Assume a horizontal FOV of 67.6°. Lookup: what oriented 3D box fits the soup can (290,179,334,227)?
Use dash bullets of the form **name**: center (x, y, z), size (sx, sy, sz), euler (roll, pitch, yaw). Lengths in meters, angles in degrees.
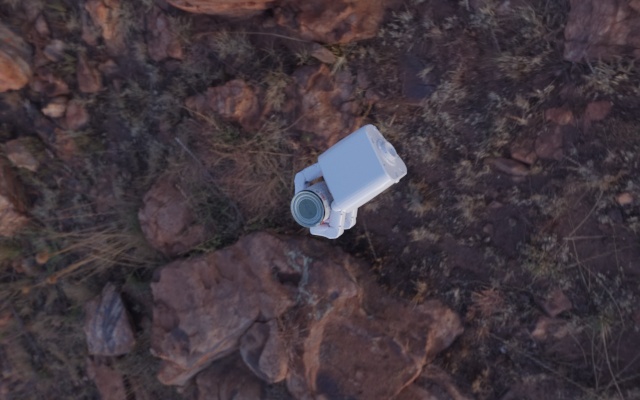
- **soup can**: center (0.000, 0.003, 0.850), size (0.068, 0.068, 0.102), euler (0, 14, 28)
